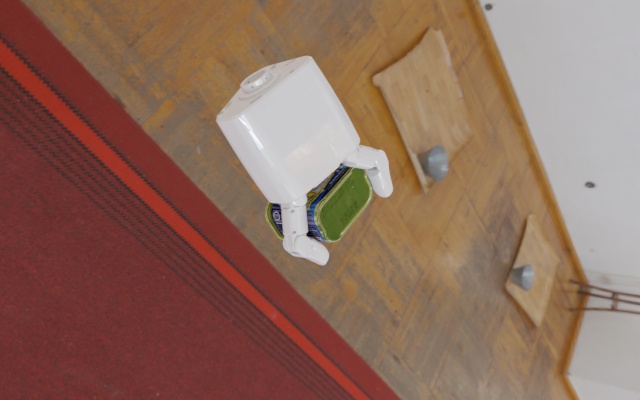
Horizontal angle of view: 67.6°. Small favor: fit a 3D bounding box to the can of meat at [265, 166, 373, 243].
[{"bbox_3d":[0.000,0.002,0.557,0.084,0.057,0.102,2,41,45],"label":"can of meat"}]
